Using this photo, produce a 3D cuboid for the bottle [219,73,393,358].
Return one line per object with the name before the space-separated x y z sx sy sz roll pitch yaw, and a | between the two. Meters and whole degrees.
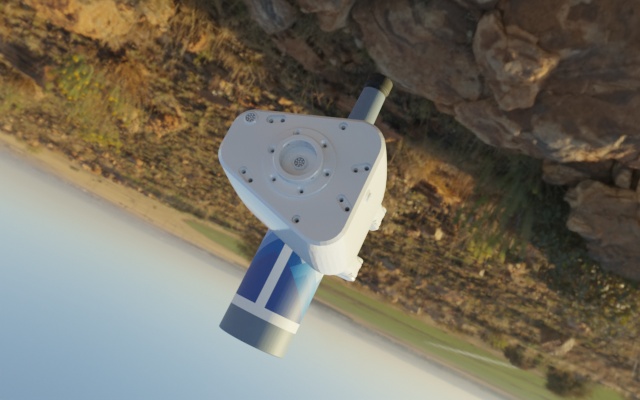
bottle | 0.000 0.002 0.471 0.069 0.295 0.069 25 -13 6
